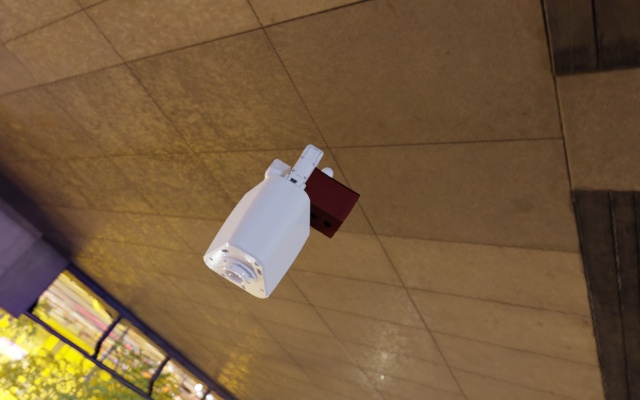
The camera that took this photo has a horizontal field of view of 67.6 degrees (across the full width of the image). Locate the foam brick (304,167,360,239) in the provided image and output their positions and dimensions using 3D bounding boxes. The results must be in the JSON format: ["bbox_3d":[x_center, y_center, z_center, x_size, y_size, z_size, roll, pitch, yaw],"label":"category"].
[{"bbox_3d":[0.000,0.002,0.616,0.078,0.051,0.053,31,-34,0],"label":"foam brick"}]
